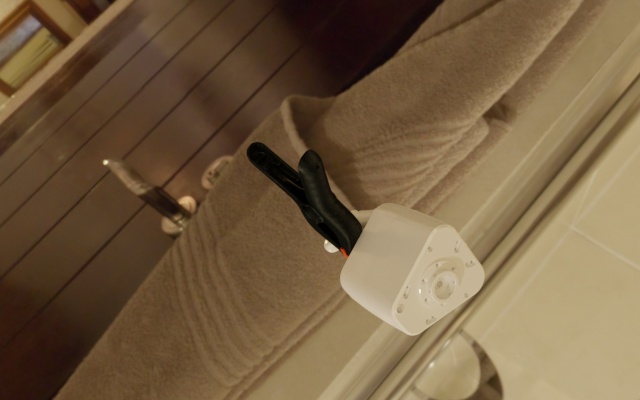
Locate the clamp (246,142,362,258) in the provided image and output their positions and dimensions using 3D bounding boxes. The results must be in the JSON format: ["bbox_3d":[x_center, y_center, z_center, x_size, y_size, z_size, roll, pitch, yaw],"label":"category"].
[{"bbox_3d":[0.000,0.002,0.512,0.171,0.039,0.120,46,-12,-24],"label":"clamp"}]
